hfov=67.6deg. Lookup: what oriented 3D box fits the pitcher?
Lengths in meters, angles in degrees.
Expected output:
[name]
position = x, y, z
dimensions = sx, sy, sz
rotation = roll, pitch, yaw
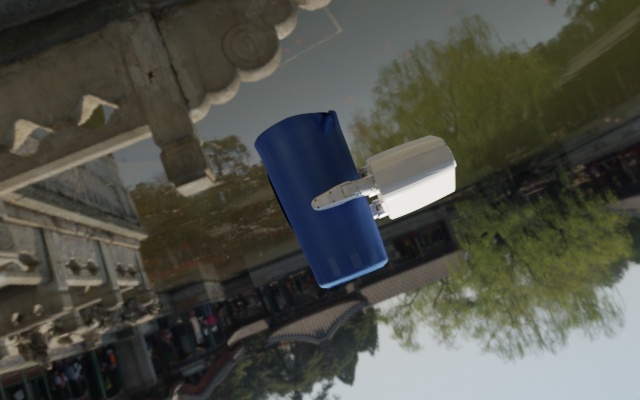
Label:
[pitcher]
position = 0.000, 0.002, 0.710
dimensions = 0.145, 0.243, 0.149
rotation = -23, -9, 6
